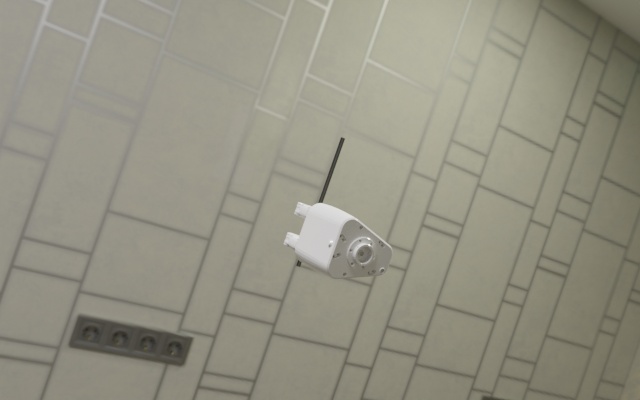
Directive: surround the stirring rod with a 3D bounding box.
[{"bbox_3d":[0.000,0.003,0.845,0.011,0.239,0.011,19,0,0],"label":"stirring rod"}]
